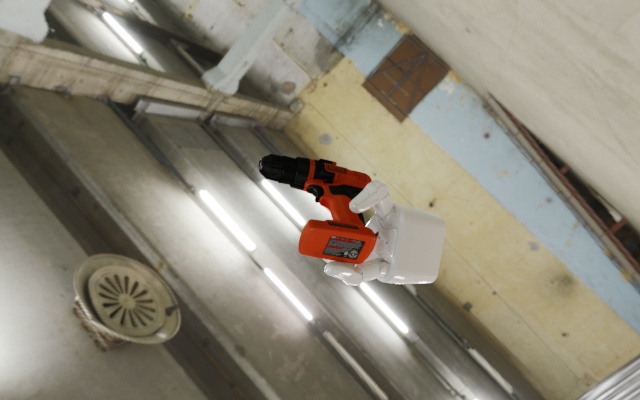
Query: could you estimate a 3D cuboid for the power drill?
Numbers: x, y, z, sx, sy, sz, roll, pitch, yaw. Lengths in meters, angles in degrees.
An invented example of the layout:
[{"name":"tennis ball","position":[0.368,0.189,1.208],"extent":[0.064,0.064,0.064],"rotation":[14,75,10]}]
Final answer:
[{"name":"power drill","position":[0.000,0.003,0.698],"extent":[0.184,0.057,0.187],"rotation":[10,36,-14]}]
